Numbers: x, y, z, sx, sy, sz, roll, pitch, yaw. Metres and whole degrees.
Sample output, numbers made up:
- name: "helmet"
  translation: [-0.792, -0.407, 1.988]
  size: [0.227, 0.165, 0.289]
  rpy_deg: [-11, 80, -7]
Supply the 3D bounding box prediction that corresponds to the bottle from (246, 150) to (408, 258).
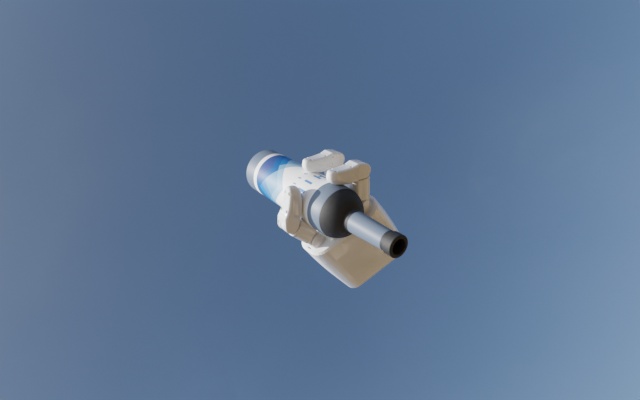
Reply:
- name: "bottle"
  translation: [0.000, 0.002, 0.621]
  size: [0.069, 0.069, 0.295]
  rpy_deg: [0, 19, -37]
